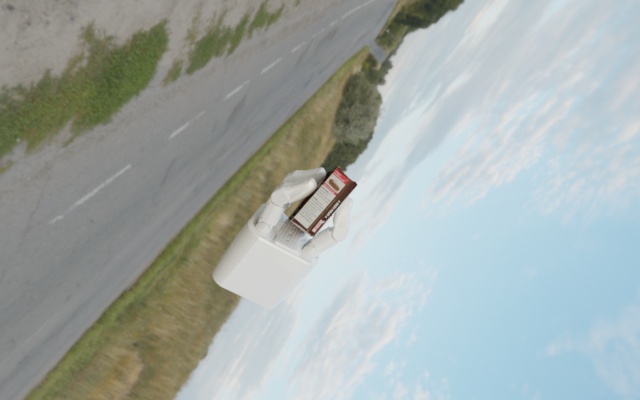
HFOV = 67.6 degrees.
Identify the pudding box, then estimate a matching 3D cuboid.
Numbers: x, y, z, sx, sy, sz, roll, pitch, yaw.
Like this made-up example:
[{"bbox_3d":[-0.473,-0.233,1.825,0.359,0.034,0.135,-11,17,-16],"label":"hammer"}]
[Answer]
[{"bbox_3d":[0.000,0.002,0.633,0.039,0.090,0.113,40,-4,-6],"label":"pudding box"}]
